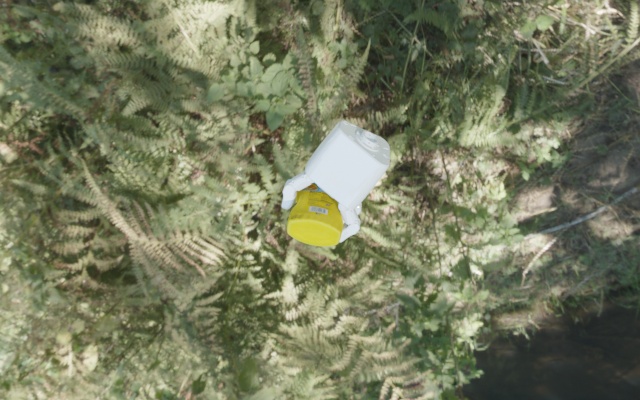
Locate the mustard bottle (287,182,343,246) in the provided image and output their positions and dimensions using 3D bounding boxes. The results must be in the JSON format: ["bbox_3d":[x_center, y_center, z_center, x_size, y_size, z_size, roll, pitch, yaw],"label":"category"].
[{"bbox_3d":[0.000,0.003,0.896,0.096,0.058,0.191,11,36,1],"label":"mustard bottle"}]
